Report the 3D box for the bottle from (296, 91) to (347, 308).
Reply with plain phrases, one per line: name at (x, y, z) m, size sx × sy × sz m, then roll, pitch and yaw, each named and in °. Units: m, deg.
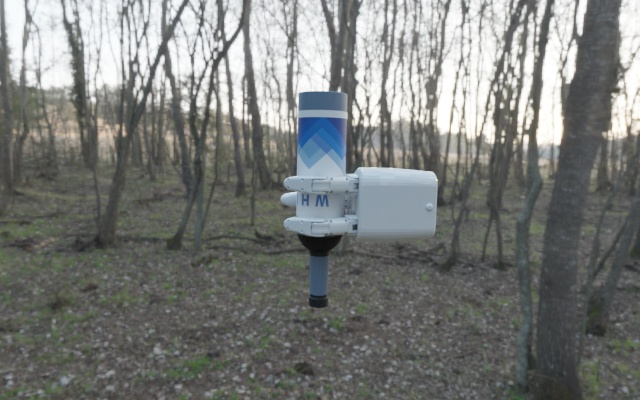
bottle at (0.000, 0.002, 0.661) m, size 0.069 × 0.296 × 0.069 m, roll 1°, pitch 6°, yaw 0°
